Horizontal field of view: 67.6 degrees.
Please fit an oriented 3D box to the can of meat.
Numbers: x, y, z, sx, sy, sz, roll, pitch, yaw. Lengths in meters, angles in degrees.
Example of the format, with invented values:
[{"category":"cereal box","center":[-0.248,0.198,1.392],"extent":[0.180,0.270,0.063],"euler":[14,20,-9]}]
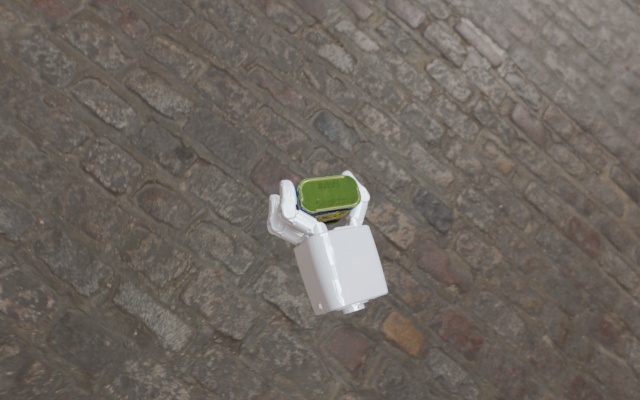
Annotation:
[{"category":"can of meat","center":[0.000,0.002,0.718],"extent":[0.102,0.057,0.084],"euler":[-8,-15,-24]}]
